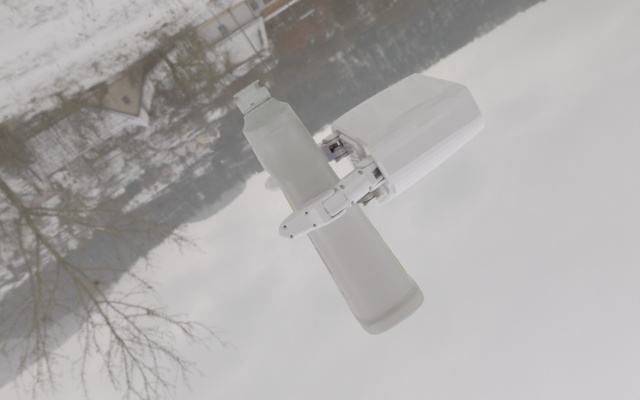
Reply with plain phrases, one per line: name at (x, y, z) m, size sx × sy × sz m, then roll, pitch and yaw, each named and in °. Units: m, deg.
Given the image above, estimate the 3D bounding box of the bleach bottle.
bleach bottle at (0.000, 0.002, 0.453) m, size 0.068 × 0.251 × 0.102 m, roll -34°, pitch 12°, yaw -4°
